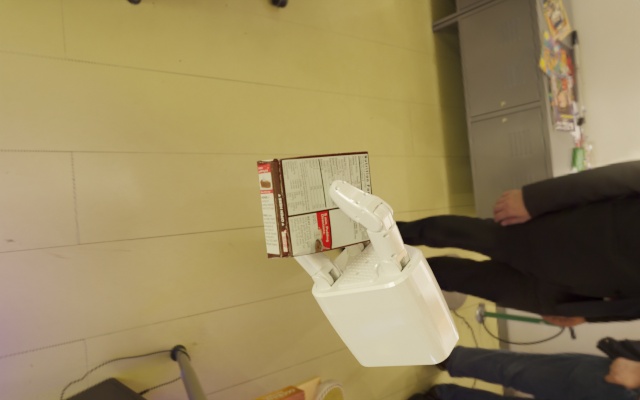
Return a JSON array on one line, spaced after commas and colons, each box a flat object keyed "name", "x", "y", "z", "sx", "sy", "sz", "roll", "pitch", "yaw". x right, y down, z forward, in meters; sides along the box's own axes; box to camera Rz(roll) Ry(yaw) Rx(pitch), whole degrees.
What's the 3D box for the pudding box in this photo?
[{"name": "pudding box", "x": 0.000, "y": 0.002, "z": 0.448, "sx": 0.113, "sy": 0.090, "sz": 0.039, "roll": -8, "pitch": 3, "yaw": -41}]
